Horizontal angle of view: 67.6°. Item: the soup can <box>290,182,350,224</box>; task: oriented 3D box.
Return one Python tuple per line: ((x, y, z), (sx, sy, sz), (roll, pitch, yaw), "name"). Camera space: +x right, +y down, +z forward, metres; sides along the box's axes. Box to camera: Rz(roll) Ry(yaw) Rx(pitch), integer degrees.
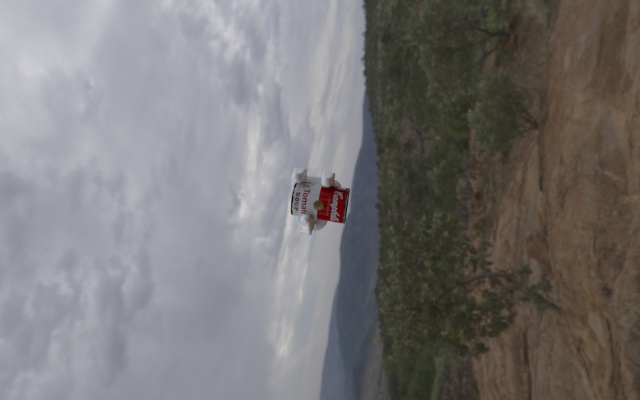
((0.000, 0.003, 0.895), (0.102, 0.068, 0.068), (9, 1, 6), "soup can")
